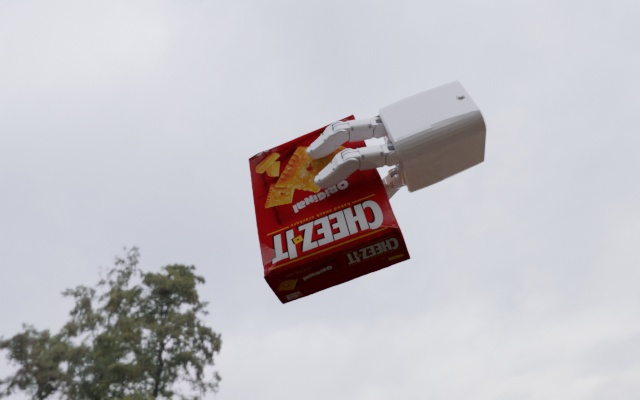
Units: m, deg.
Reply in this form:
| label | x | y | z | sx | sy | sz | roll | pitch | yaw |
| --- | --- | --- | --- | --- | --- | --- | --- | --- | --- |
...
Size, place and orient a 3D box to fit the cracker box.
| label | x | y | z | sx | sy | sz | roll | pitch | yaw |
| --- | --- | --- | --- | --- | --- | --- | --- | --- | --- |
| cracker box | 0.000 | 0.002 | 0.610 | 0.164 | 0.213 | 0.072 | -21 | -44 | 6 |
